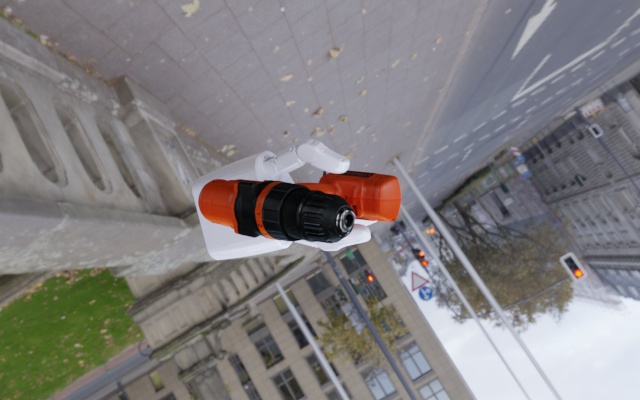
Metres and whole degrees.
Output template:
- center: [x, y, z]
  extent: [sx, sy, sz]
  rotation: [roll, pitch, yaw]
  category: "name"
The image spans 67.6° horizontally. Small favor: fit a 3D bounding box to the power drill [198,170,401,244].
- center: [0.000, 0.002, 0.481]
  extent: [0.184, 0.057, 0.187]
  rotation: [9, 9, 42]
  category: "power drill"
